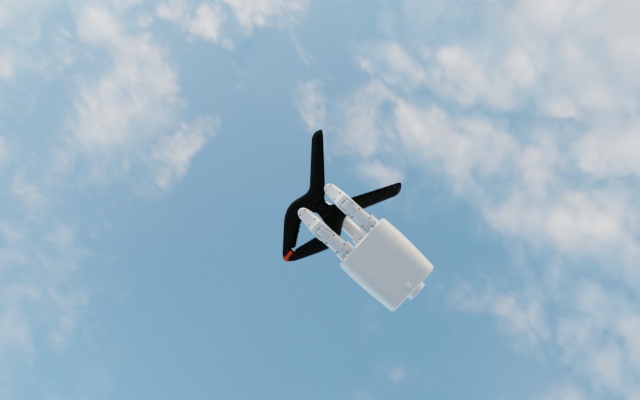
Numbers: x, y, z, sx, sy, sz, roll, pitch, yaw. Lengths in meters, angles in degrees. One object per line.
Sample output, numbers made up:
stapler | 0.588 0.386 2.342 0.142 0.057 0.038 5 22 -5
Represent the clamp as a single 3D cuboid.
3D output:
clamp | 0.000 0.003 0.755 0.164 0.210 0.036 43 3 13
